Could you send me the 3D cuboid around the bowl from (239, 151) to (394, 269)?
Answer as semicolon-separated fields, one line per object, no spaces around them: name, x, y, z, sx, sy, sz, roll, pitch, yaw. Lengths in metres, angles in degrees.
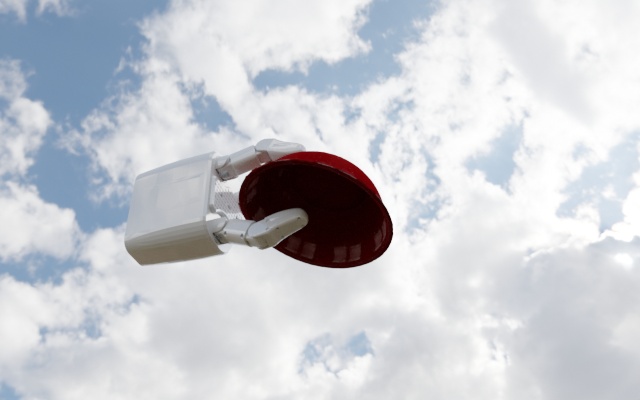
bowl;0.001;0.001;0.497;0.162;0.055;0.162;12;-41;10
